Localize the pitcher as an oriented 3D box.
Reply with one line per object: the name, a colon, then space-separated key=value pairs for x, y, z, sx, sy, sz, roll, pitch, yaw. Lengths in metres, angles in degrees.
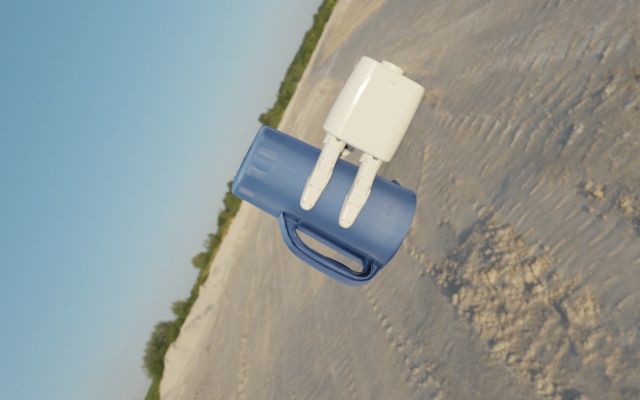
pitcher: x=0.000 y=0.002 z=0.674 sx=0.243 sy=0.145 sz=0.149 roll=26 pitch=14 yaw=-9
